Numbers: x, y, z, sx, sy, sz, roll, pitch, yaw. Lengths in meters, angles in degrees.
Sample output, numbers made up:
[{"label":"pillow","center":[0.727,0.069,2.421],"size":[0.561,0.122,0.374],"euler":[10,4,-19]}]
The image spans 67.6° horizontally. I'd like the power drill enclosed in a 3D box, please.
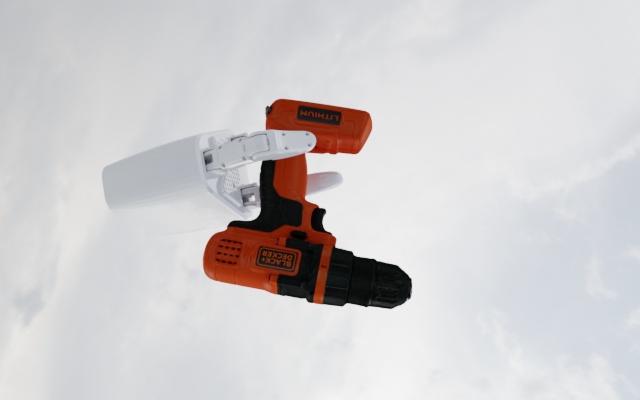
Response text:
[{"label":"power drill","center":[0.000,0.001,0.445],"size":[0.184,0.187,0.057],"euler":[10,-24,2]}]
